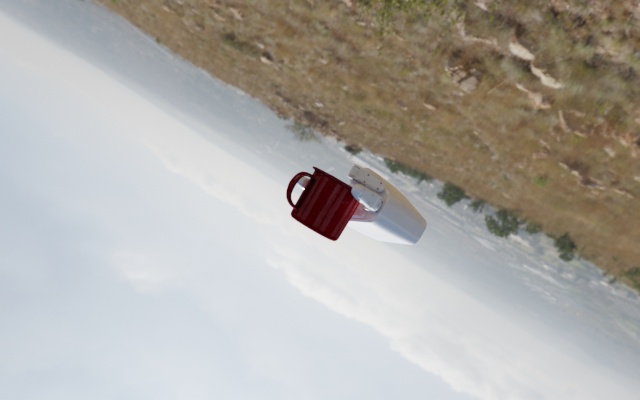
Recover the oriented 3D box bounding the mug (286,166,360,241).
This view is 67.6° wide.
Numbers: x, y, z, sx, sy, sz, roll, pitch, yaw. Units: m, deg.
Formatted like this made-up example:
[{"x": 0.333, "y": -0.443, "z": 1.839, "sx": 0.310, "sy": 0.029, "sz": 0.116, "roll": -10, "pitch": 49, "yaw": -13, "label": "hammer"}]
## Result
[{"x": -0.001, "y": 0.002, "z": 0.700, "sx": 0.117, "sy": 0.081, "sz": 0.093, "roll": 30, "pitch": 0, "yaw": -34, "label": "mug"}]
